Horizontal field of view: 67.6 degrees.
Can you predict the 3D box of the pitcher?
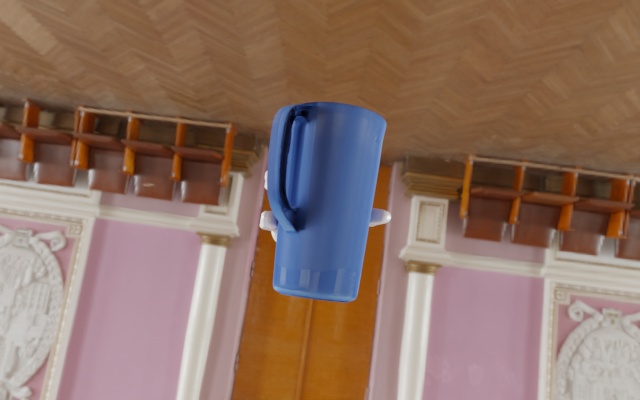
[{"bbox_3d":[0.000,0.002,0.613,0.149,0.242,0.145,8,-10,-6],"label":"pitcher"}]
